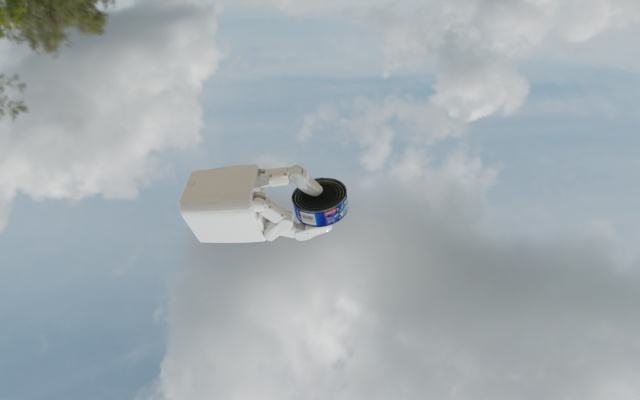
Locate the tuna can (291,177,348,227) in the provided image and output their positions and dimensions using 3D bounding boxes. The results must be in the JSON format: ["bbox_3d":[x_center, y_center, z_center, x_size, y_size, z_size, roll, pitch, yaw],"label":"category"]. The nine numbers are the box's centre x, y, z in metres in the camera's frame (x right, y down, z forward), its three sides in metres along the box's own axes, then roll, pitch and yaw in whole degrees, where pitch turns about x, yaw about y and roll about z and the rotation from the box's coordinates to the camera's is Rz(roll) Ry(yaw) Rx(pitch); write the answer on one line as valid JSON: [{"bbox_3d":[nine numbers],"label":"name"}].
[{"bbox_3d":[0.000,0.003,0.740,0.086,0.034,0.086,-7,37,5],"label":"tuna can"}]
